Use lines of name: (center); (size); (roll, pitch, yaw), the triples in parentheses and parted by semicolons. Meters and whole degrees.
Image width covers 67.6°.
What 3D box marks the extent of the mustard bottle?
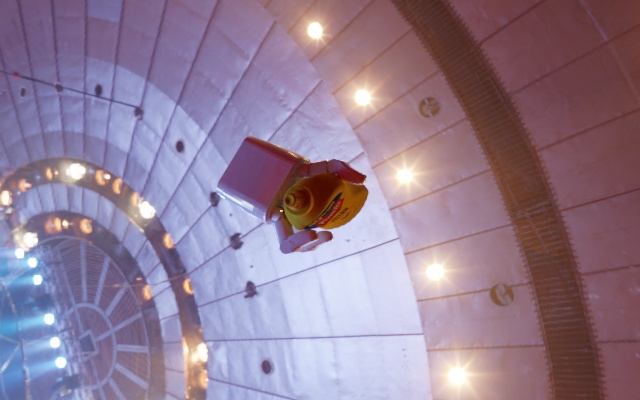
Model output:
mustard bottle: (0.000, 0.003, 0.700); (0.096, 0.058, 0.191); (-44, -19, 17)
